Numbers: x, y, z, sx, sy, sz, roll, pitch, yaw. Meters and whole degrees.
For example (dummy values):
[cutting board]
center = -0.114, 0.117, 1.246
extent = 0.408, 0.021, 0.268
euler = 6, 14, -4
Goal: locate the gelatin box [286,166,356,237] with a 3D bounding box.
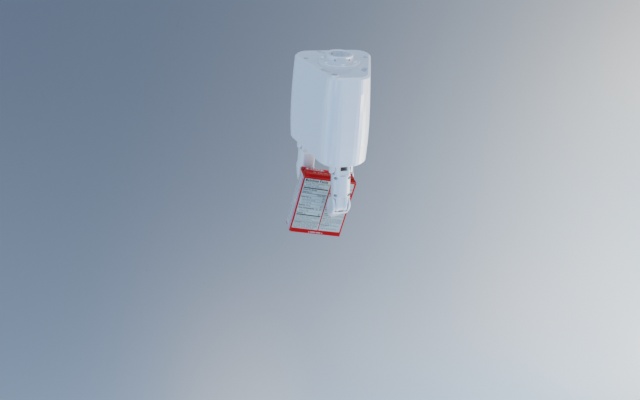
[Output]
[gelatin box]
center = 0.000, 0.003, 0.641
extent = 0.073, 0.089, 0.030
euler = 7, 28, -18
